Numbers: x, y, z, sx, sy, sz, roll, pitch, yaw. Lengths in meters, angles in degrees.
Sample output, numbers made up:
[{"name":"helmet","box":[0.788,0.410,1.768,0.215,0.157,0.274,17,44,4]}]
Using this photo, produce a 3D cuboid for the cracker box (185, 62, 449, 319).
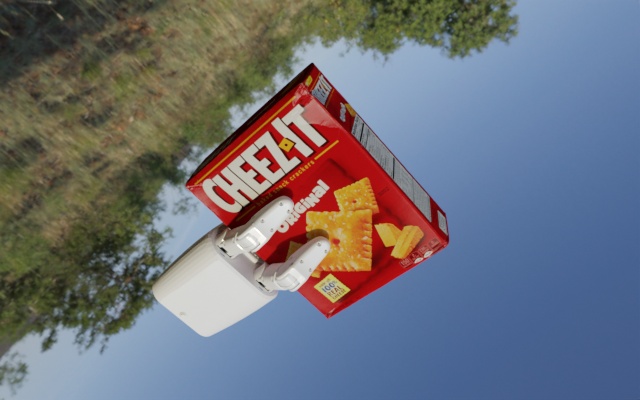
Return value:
[{"name":"cracker box","box":[0.000,0.002,0.483,0.164,0.214,0.072,-36,19,25]}]
